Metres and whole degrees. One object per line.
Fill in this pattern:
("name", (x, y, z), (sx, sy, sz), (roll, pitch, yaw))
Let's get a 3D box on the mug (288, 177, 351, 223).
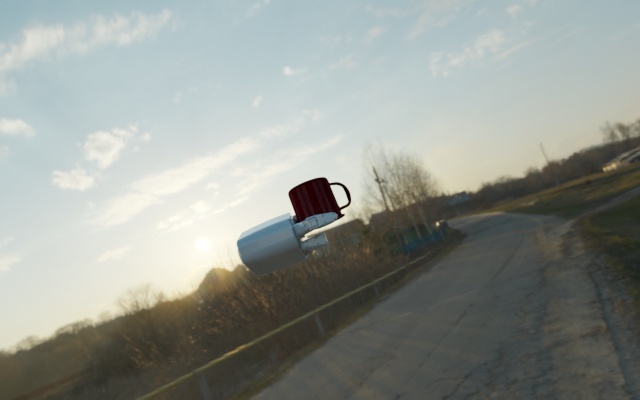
("mug", (0.001, 0.002, 0.898), (0.117, 0.081, 0.093), (-21, -9, -2))
